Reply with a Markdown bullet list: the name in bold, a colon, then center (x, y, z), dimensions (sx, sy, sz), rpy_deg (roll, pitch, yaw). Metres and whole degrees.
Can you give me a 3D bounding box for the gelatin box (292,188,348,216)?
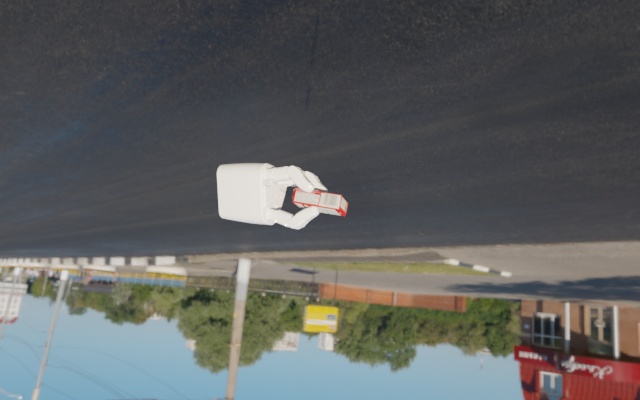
- **gelatin box**: center (0.000, 0.003, 0.871), dimensions (0.089, 0.030, 0.073), rpy_deg (9, -9, 14)
